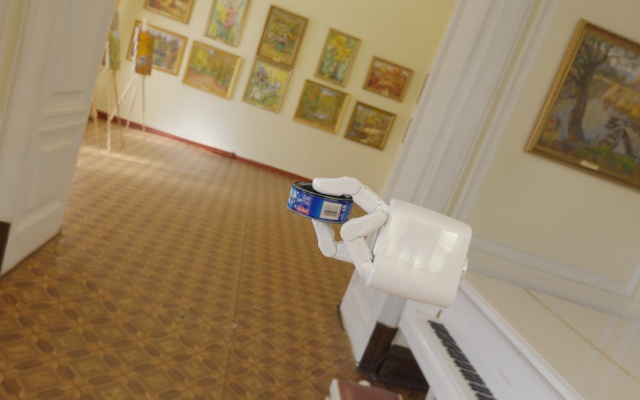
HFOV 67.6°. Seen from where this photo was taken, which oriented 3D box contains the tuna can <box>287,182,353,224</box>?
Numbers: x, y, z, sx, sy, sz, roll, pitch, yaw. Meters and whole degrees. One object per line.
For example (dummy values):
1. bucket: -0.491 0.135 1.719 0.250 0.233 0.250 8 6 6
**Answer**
1. tuna can: 0.000 0.002 0.637 0.086 0.034 0.086 14 11 -3
